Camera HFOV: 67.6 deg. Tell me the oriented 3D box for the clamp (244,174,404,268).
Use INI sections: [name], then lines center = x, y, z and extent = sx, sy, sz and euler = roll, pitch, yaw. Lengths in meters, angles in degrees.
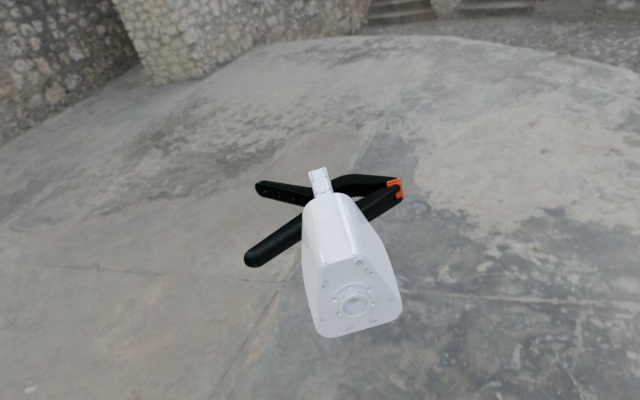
[clamp]
center = 0.000, 0.001, 0.621
extent = 0.210, 0.036, 0.164
euler = -17, 36, 2
